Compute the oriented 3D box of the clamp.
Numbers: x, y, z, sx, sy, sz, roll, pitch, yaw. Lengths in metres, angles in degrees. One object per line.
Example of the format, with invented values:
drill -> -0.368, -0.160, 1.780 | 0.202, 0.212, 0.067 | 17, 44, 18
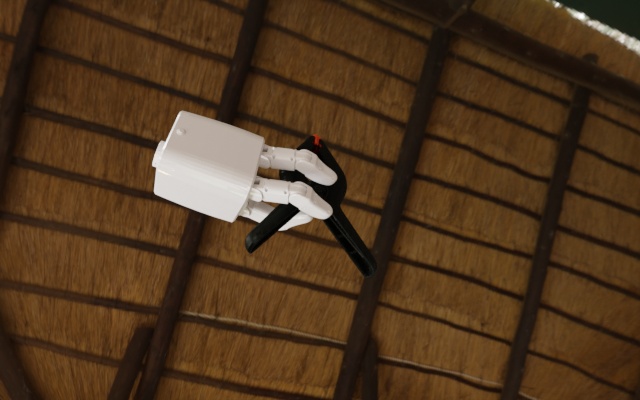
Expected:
clamp -> 0.000, 0.002, 0.615 | 0.164, 0.209, 0.036 | 21, -43, -15
